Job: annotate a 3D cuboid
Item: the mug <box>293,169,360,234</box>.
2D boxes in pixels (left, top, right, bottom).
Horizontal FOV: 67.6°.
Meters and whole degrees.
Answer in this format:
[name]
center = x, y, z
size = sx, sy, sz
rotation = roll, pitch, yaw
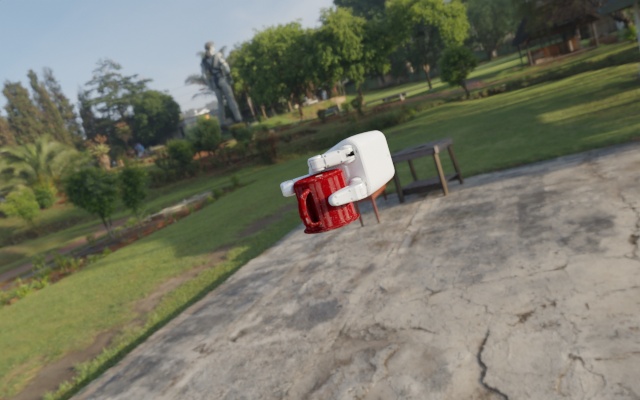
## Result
[mug]
center = -0.001, 0.003, 0.742
size = 0.093, 0.081, 0.117
rotation = -12, 10, 35
